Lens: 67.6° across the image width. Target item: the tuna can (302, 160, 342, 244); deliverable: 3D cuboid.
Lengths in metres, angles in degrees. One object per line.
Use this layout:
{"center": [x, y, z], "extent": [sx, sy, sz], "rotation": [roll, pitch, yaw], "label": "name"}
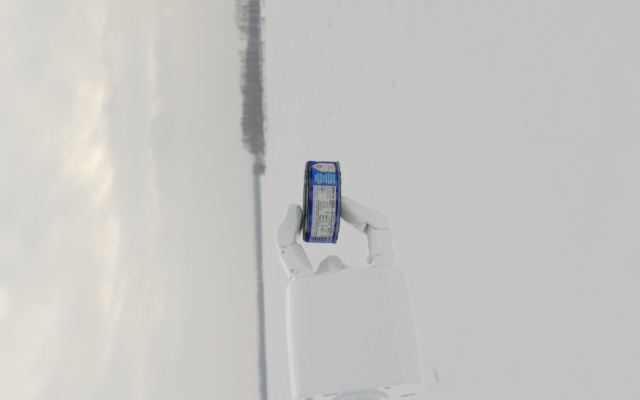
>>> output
{"center": [-0.001, 0.002, 0.491], "extent": [0.034, 0.086, 0.086], "rotation": [2, 0, -5], "label": "tuna can"}
